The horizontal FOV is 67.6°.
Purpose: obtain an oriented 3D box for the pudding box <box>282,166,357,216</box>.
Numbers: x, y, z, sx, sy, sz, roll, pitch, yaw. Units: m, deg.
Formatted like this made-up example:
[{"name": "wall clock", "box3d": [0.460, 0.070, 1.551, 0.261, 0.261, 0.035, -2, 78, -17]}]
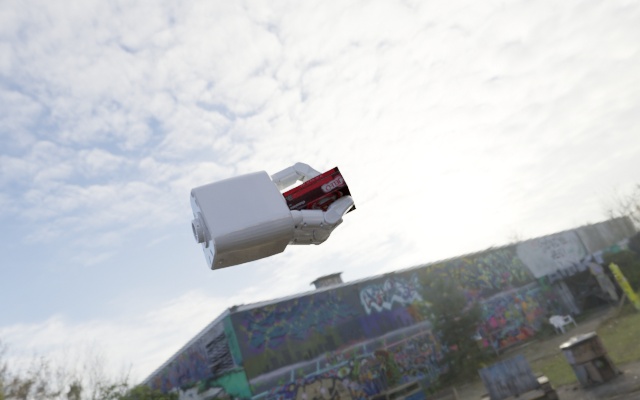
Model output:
[{"name": "pudding box", "box3d": [0.000, 0.002, 0.689, 0.090, 0.039, 0.113, -26, -19, 2]}]
